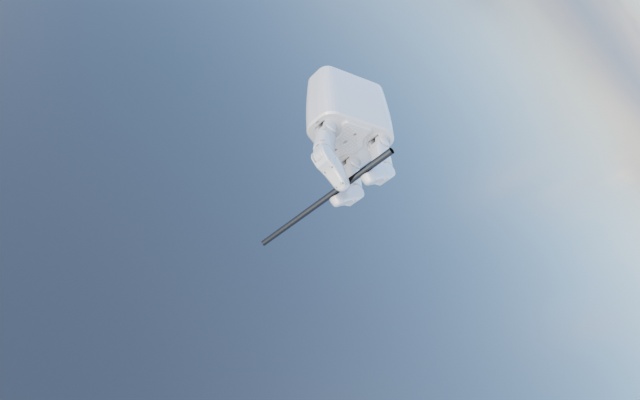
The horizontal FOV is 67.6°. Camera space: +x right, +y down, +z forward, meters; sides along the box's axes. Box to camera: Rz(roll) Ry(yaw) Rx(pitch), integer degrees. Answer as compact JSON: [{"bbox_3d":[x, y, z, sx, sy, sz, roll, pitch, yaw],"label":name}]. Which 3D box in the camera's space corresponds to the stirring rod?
[{"bbox_3d":[0.000,0.002,0.607,0.239,0.011,0.011,-36,-22,34],"label":"stirring rod"}]
